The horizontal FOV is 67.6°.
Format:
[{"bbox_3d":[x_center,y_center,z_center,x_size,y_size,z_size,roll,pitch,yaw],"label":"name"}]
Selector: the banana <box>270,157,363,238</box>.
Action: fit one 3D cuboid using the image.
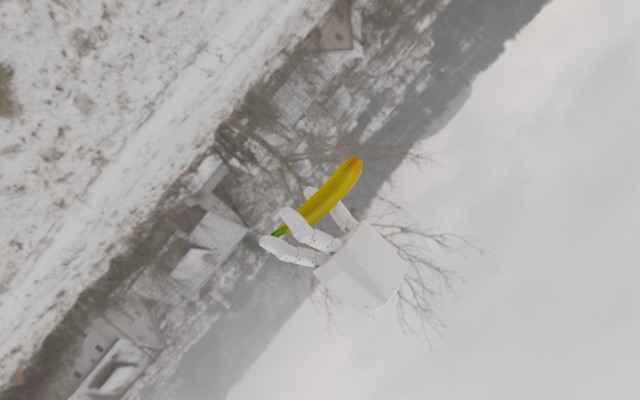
[{"bbox_3d":[0.005,-0.001,0.720,0.198,0.037,0.069,-44,-3,29],"label":"banana"}]
